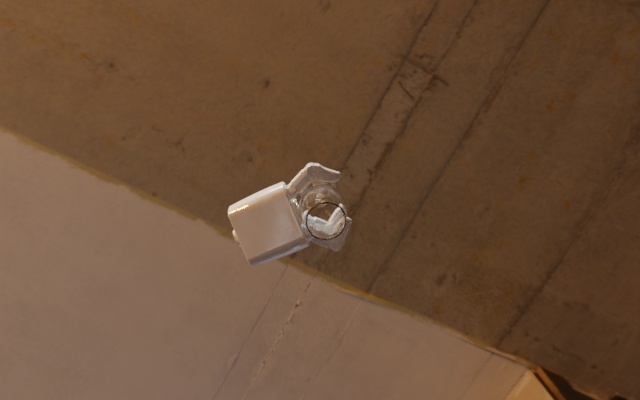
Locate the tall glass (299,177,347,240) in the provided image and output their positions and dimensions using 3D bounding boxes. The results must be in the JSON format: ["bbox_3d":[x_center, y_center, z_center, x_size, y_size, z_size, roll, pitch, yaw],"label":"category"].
[{"bbox_3d":[0.000,0.002,0.816,0.079,0.079,0.201,0,17,-5],"label":"tall glass"}]
